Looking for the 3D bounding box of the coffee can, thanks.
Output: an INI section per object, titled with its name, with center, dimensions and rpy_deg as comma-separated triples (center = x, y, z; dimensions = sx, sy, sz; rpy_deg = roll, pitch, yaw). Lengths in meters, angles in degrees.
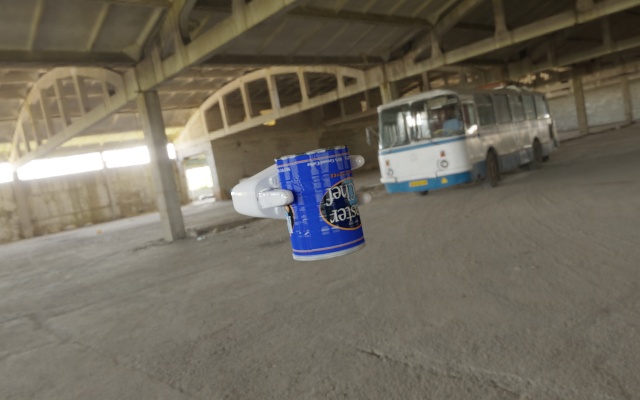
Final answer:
[coffee can]
center = 0.000, 0.002, 0.657
dimensions = 0.103, 0.140, 0.103
rpy_deg = -11, 5, 1
